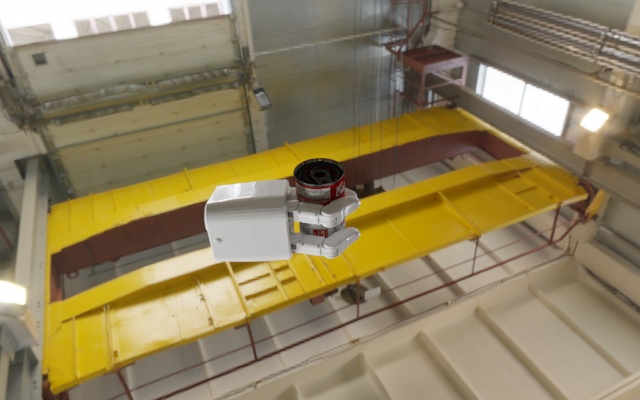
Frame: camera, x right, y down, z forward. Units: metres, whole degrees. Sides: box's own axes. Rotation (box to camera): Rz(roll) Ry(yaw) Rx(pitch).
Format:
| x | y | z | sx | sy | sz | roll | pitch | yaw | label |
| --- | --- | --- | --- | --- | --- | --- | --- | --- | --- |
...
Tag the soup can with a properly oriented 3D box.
| x | y | z | sx | sy | sz | roll | pitch | yaw | label |
| --- | --- | --- | --- | --- | --- | --- | --- | --- | --- |
| 0.001 | 0.002 | 0.657 | 0.068 | 0.102 | 0.068 | -2 | 35 | 1 | soup can |
